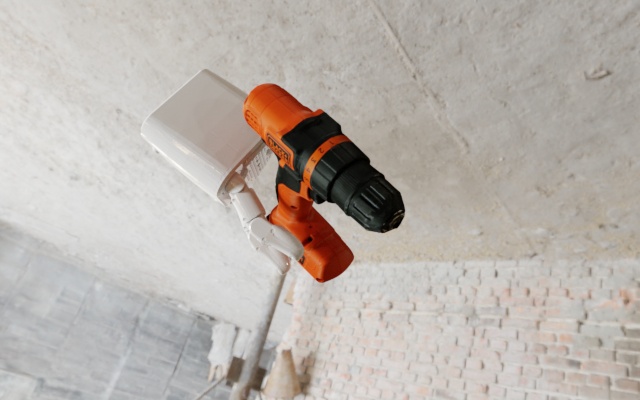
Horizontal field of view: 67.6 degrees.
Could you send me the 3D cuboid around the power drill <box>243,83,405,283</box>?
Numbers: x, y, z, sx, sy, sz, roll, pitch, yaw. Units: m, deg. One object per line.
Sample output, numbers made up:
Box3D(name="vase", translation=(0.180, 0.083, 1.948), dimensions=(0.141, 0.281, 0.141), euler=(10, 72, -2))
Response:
Box3D(name="power drill", translation=(0.000, 0.002, 0.457), dimensions=(0.057, 0.184, 0.188), euler=(-31, -31, -23))
